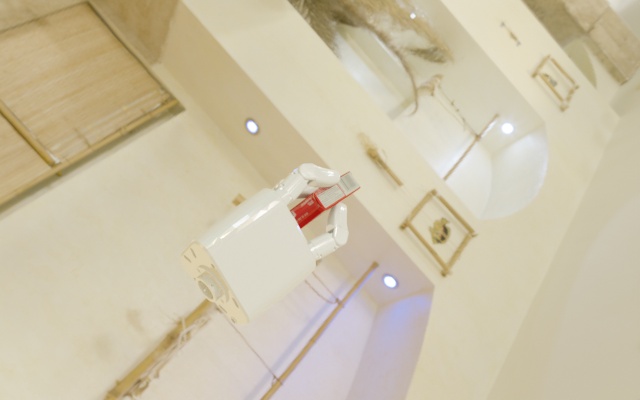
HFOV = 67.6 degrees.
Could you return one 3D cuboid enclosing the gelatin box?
[{"bbox_3d":[0.001,0.002,0.625,0.073,0.030,0.089,-37,-4,42],"label":"gelatin box"}]
